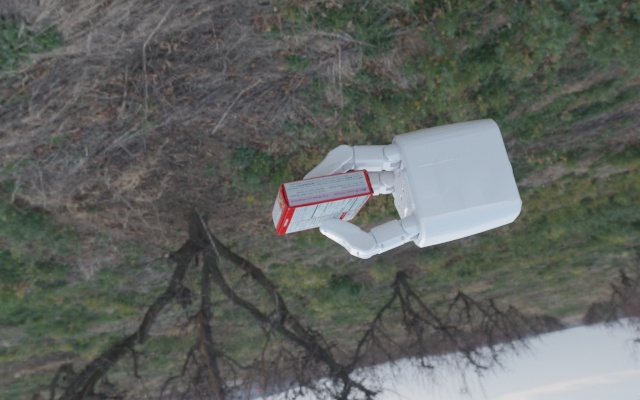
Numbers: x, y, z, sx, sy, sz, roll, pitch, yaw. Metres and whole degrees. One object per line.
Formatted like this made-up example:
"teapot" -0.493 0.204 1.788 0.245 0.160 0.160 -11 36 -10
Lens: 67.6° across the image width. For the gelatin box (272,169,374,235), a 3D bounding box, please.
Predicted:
"gelatin box" 0.000 0.002 0.478 0.089 0.030 0.073 -11 -20 -17
